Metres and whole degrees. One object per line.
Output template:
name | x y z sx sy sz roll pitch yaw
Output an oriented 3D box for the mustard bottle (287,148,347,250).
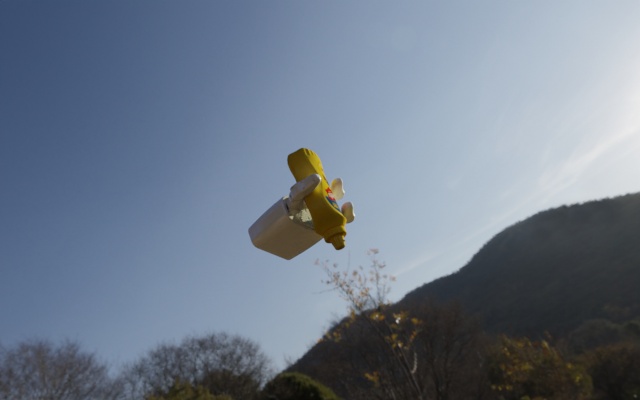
mustard bottle | 0.000 0.002 0.857 0.058 0.191 0.096 -26 -26 7
